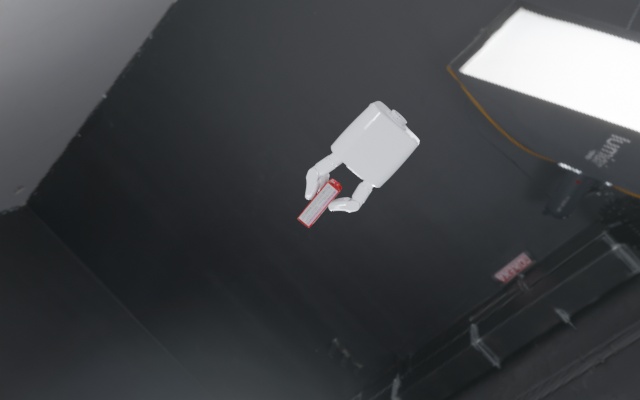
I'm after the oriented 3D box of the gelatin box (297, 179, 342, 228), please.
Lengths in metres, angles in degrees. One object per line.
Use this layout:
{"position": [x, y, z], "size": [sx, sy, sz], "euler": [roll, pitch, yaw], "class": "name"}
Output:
{"position": [0.000, 0.003, 0.858], "size": [0.030, 0.089, 0.073], "euler": [39, 8, 1], "class": "gelatin box"}
